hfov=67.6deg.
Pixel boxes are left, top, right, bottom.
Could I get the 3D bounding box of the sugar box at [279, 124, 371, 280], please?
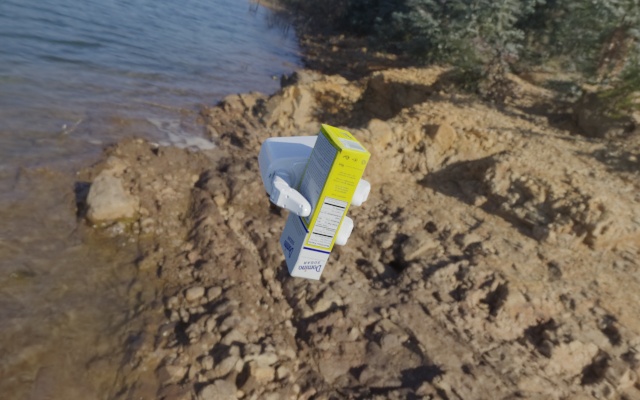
[{"bbox_3d":[0.001,0.002,0.605,0.048,0.176,0.093,11,22,-19],"label":"sugar box"}]
